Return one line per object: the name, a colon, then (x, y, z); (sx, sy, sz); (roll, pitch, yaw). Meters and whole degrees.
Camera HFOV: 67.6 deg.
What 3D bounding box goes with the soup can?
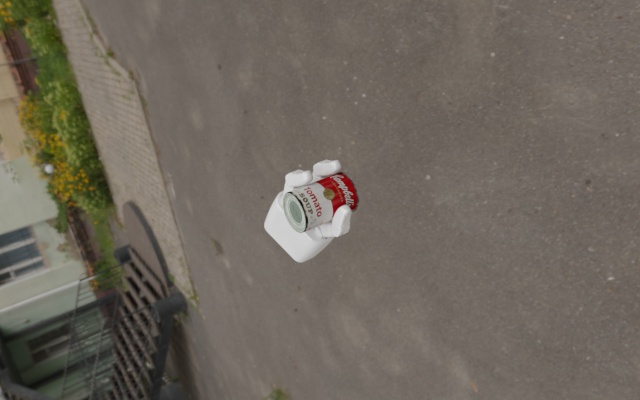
soup can: (0.000, 0.002, 0.745); (0.102, 0.068, 0.068); (-22, 11, -29)
